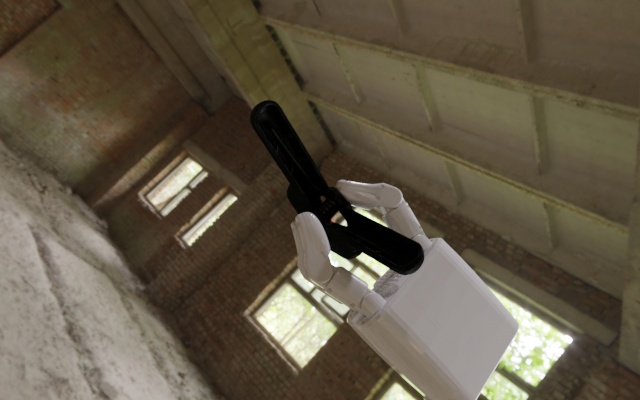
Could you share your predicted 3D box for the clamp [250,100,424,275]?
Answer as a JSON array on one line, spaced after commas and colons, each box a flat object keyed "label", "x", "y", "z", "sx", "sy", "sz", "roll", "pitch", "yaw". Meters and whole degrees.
[{"label": "clamp", "x": 0.001, "y": 0.001, "z": 0.424, "sx": 0.036, "sy": 0.164, "sz": 0.210, "roll": -42, "pitch": -1, "yaw": -11}]
